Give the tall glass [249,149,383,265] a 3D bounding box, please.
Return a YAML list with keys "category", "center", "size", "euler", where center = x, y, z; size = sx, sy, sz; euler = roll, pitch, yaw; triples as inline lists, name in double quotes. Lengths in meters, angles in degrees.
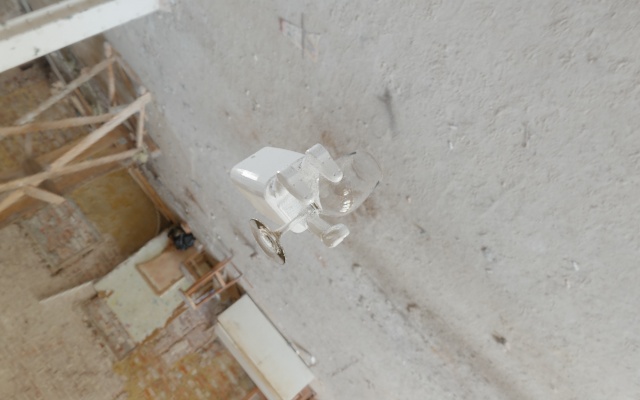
- category: "tall glass"
  center: [0.000, 0.003, 0.676]
  size: [0.201, 0.079, 0.079]
  euler: [-36, 18, -27]
